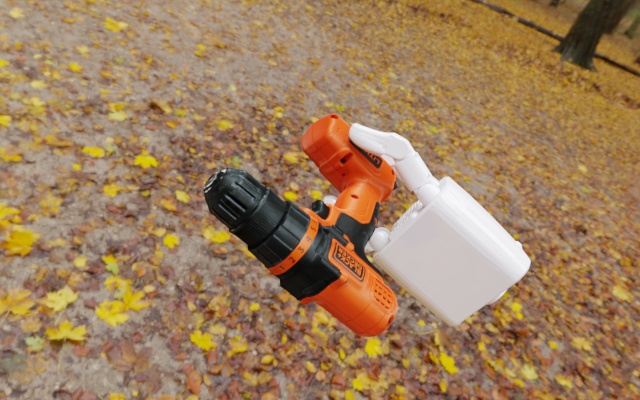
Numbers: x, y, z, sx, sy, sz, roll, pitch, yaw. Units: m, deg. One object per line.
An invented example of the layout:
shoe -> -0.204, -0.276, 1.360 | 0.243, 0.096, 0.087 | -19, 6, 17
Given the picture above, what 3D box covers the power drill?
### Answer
power drill -> 0.000, 0.001, 0.420 | 0.057, 0.184, 0.187 | -33, 24, 34
